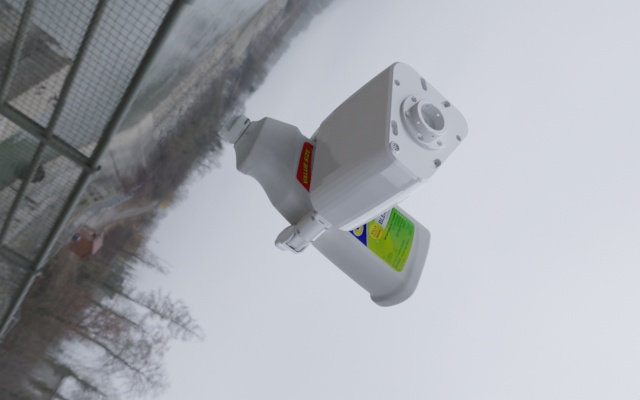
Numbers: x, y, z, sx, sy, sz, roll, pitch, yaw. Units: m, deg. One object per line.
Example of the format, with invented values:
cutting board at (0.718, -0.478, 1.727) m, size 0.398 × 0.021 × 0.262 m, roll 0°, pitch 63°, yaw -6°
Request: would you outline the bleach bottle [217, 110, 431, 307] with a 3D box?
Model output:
bleach bottle at (0.000, 0.002, 0.497) m, size 0.251 × 0.102 × 0.068 m, roll 37°, pitch -36°, yaw -15°
